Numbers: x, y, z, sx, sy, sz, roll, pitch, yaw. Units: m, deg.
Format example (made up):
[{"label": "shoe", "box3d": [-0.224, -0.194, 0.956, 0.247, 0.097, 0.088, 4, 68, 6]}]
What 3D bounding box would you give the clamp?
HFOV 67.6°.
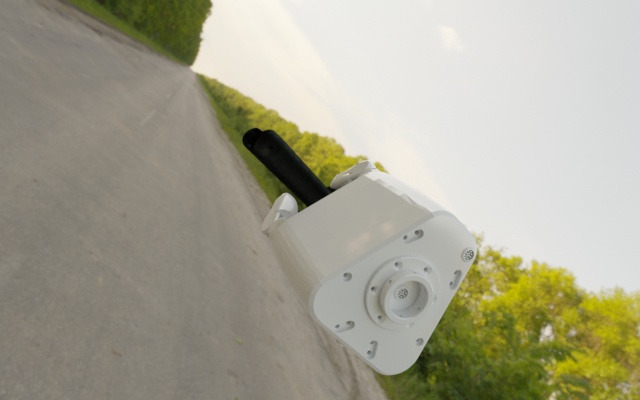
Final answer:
[{"label": "clamp", "box3d": [0.001, 0.001, 0.472, 0.210, 0.036, 0.164, 45, -1, -22]}]
